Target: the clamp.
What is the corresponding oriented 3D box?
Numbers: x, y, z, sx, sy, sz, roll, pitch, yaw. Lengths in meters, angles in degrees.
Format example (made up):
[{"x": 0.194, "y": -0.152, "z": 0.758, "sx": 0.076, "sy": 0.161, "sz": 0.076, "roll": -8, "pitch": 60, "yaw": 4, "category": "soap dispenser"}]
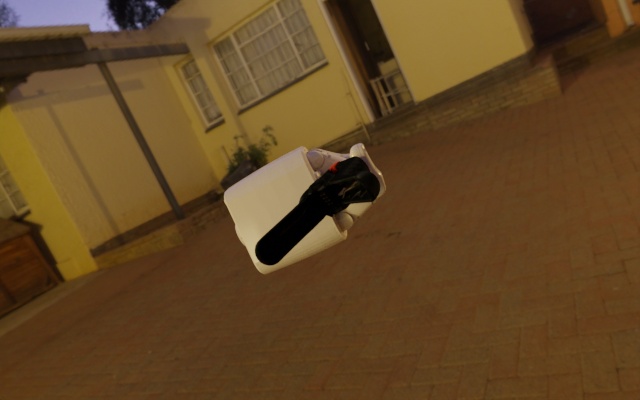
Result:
[{"x": 0.000, "y": 0.001, "z": 0.446, "sx": 0.120, "sy": 0.039, "sz": 0.171, "roll": -30, "pitch": 7, "yaw": 10, "category": "clamp"}]
